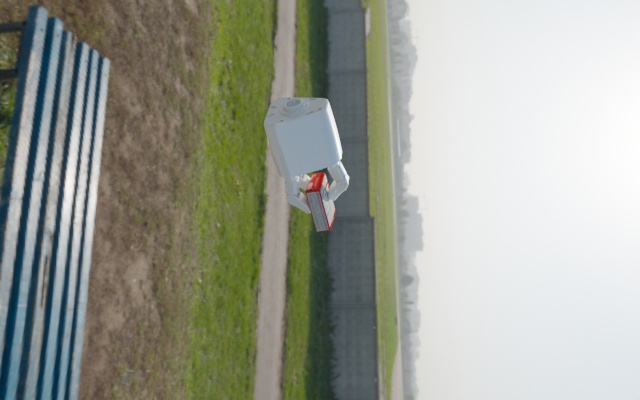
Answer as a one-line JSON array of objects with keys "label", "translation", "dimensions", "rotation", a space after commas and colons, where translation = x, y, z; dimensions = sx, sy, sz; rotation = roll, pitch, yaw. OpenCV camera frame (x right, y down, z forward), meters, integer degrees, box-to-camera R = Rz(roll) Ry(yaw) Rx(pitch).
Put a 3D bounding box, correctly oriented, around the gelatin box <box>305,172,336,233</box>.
[{"label": "gelatin box", "translation": [0.001, 0.003, 0.885], "dimensions": [0.030, 0.089, 0.073], "rotation": [-9, 26, 14]}]
